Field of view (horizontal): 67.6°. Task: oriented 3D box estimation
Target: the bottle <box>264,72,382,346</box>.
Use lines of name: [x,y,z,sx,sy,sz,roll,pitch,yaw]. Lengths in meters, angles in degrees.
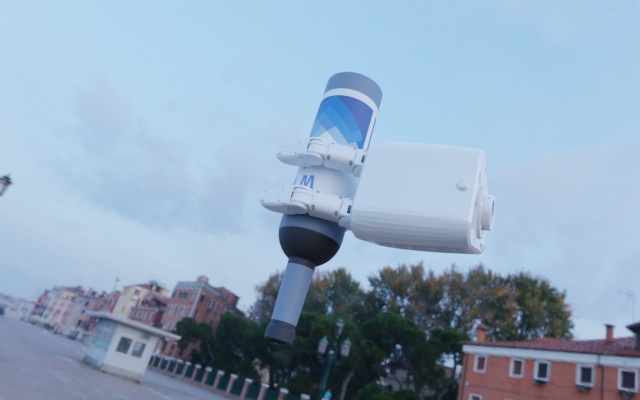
bottle: [0.000,0.001,0.501,0.069,0.295,0.069,14,-23,6]
